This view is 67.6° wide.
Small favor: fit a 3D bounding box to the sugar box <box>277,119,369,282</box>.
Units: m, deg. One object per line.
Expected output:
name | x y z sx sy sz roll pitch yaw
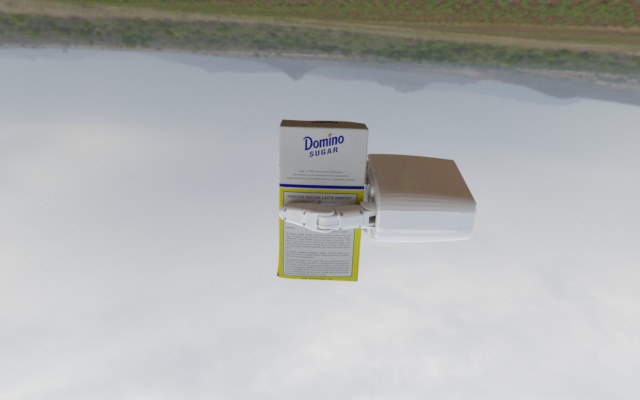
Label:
sugar box | 0.000 0.002 0.527 0.093 0.176 0.048 2 18 -2
